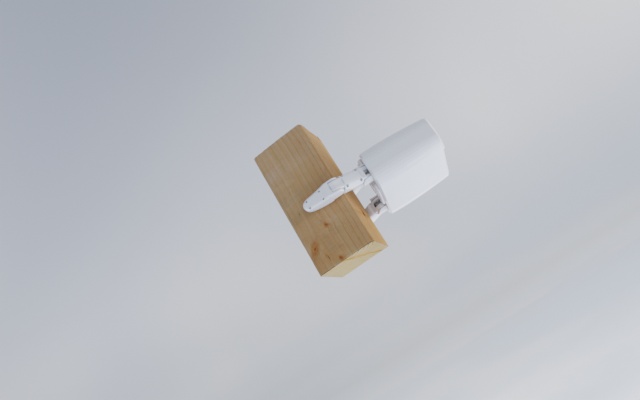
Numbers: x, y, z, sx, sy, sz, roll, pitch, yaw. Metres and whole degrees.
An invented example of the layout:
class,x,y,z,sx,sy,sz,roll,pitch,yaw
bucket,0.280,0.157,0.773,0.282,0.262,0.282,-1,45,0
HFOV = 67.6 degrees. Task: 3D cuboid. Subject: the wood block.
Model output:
class,x,y,z,sx,sy,sz,roll,pitch,yaw
wood block,0.000,0.002,0.708,0.090,0.206,0.091,-36,-20,12
